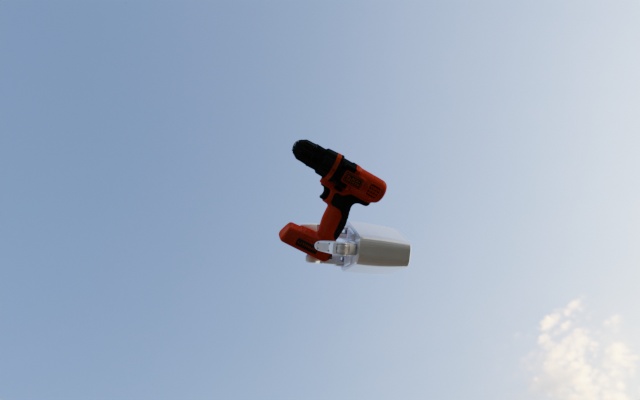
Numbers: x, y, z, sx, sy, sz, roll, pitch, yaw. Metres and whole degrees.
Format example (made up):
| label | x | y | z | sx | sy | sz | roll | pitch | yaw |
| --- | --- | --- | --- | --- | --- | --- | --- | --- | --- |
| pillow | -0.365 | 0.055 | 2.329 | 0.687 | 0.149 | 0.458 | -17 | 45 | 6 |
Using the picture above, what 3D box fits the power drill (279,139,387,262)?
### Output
| label | x | y | z | sx | sy | sz | roll | pitch | yaw |
| --- | --- | --- | --- | --- | --- | --- | --- | --- | --- |
| power drill | 0.000 | 0.003 | 0.858 | 0.184 | 0.188 | 0.057 | 28 | 16 | -9 |
